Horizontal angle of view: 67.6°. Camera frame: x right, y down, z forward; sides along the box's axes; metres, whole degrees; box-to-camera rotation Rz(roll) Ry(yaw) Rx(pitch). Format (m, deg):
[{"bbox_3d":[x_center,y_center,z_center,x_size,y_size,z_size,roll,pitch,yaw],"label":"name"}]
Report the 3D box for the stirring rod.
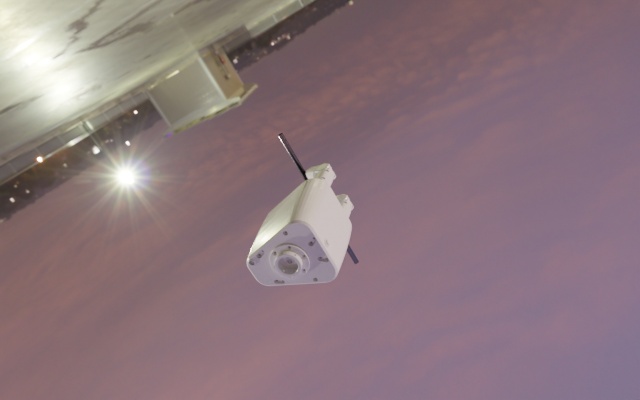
[{"bbox_3d":[0.000,0.002,0.724,0.011,0.240,0.011,-27,21,11],"label":"stirring rod"}]
